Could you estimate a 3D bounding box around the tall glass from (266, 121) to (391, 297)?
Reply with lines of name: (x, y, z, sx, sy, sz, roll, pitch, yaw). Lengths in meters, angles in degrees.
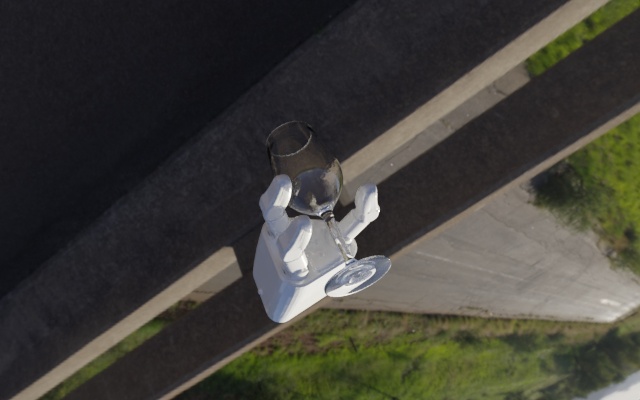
tall glass: (0.000, 0.002, 0.532, 0.079, 0.201, 0.079, -19, -31, -12)
